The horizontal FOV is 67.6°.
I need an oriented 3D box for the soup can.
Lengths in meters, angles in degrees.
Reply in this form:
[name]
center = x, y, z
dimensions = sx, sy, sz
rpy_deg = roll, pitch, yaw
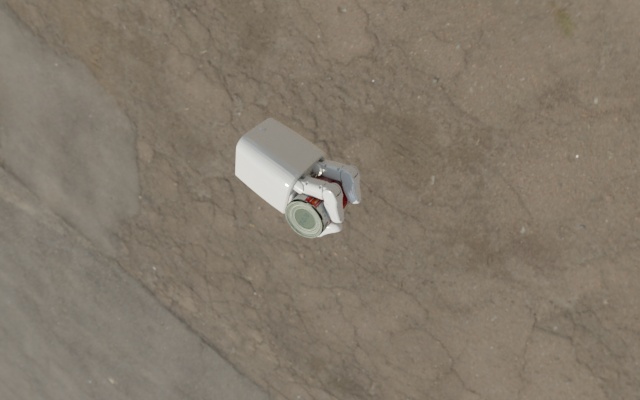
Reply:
[soup can]
center = 0.000, 0.003, 0.732
dimensions = 0.068, 0.068, 0.102
rpy_deg = 0, 31, 36
